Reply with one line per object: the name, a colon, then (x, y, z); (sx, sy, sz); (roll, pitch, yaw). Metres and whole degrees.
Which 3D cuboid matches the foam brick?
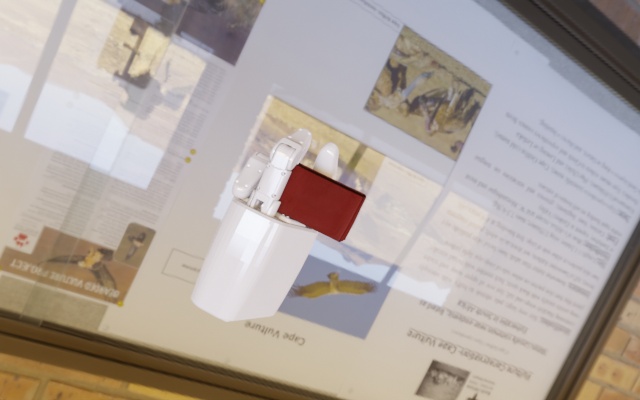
foam brick: (0.000, 0.002, 0.473); (0.078, 0.051, 0.053); (26, 2, 9)
